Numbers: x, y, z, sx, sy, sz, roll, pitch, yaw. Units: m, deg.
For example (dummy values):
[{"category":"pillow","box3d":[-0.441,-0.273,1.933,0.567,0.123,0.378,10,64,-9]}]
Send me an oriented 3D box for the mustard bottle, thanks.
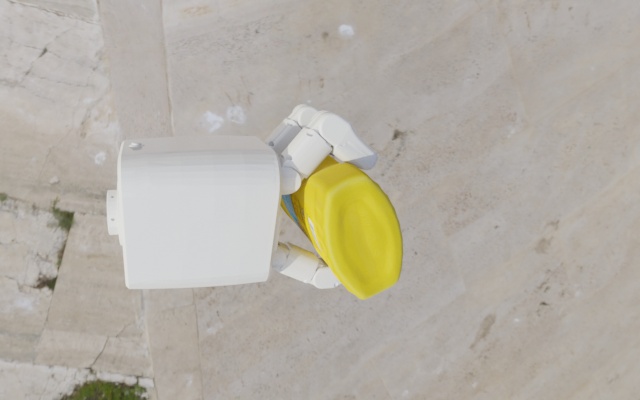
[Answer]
[{"category":"mustard bottle","box3d":[0.000,0.001,0.412,0.058,0.096,0.191,-26,24,-11]}]
